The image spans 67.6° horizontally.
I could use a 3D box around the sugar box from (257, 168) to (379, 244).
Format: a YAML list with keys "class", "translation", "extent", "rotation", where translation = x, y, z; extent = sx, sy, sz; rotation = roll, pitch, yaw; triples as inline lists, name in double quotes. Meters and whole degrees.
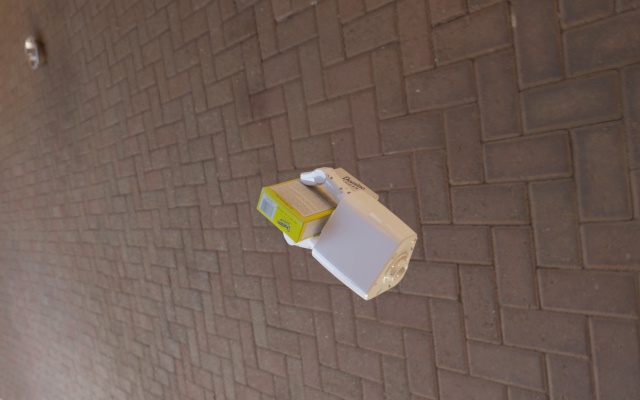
- class: "sugar box"
  translation: [0.000, 0.003, 0.734]
  extent: [0.093, 0.048, 0.176]
  rotation: [40, 34, 29]
